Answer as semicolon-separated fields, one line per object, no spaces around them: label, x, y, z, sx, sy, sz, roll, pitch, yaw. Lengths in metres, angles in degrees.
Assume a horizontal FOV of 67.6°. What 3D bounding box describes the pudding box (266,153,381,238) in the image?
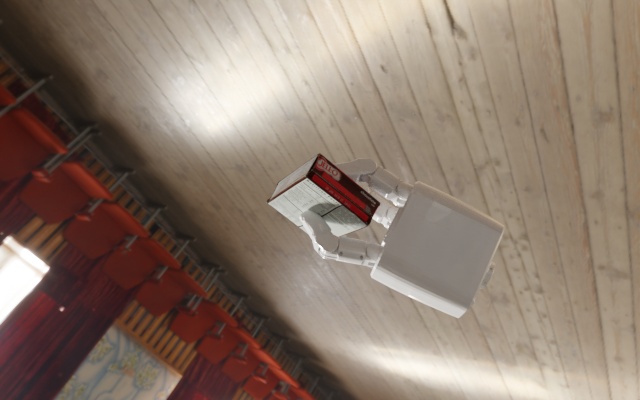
pudding box;0.000;0.002;0.549;0.090;0.039;0.113;39;-31;-14
